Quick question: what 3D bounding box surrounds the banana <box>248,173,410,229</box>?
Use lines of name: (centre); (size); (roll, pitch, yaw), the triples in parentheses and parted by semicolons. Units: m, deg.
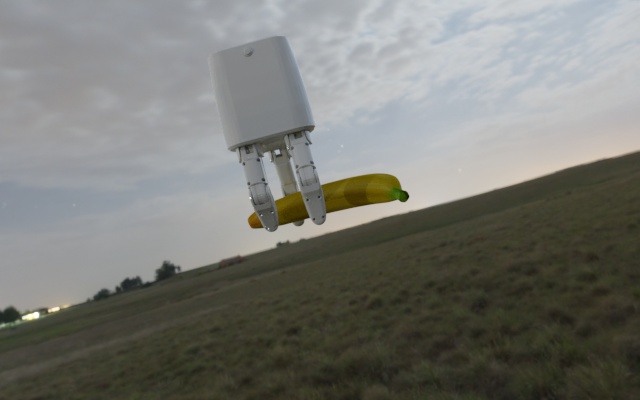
banana: (0.010, -0.002, 0.552); (0.198, 0.037, 0.069); (-13, 4, 25)
